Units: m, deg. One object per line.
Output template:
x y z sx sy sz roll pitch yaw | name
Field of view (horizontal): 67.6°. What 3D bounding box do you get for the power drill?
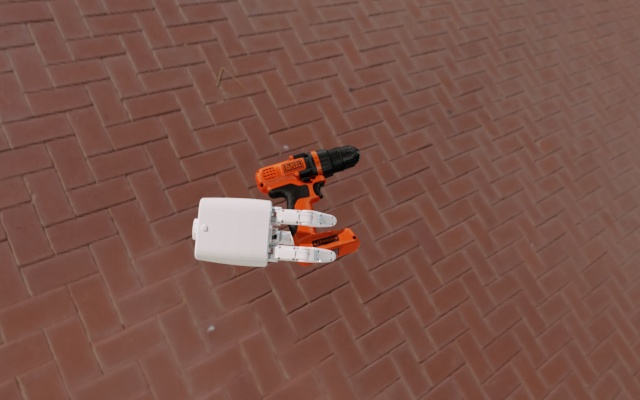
0.000 0.003 0.792 0.184 0.187 0.057 -17 -26 -4 | power drill
